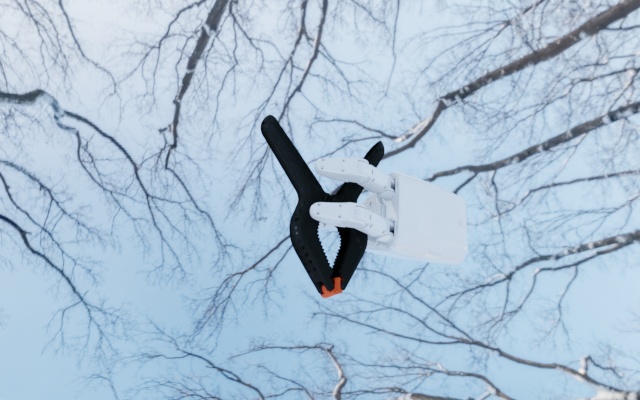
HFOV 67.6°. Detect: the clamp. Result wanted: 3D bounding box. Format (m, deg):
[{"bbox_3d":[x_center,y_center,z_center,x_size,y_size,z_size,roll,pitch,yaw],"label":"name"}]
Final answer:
[{"bbox_3d":[0.000,0.003,0.544,0.164,0.210,0.036,15,-26,-22],"label":"clamp"}]
